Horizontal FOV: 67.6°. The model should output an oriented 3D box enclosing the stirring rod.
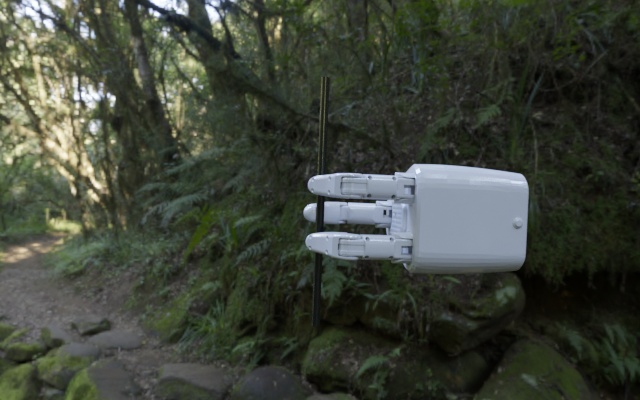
[{"bbox_3d":[0.000,0.002,0.464,0.011,0.239,0.011,2,1,0],"label":"stirring rod"}]
